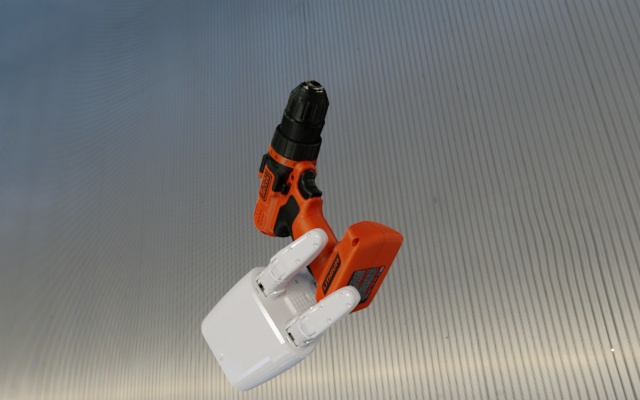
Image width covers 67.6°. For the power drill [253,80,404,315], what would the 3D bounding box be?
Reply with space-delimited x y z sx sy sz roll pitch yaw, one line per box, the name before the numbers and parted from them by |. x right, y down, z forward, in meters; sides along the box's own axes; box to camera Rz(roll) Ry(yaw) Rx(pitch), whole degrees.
power drill | 0.000 0.002 0.464 0.057 0.184 0.187 -5 41 -31
